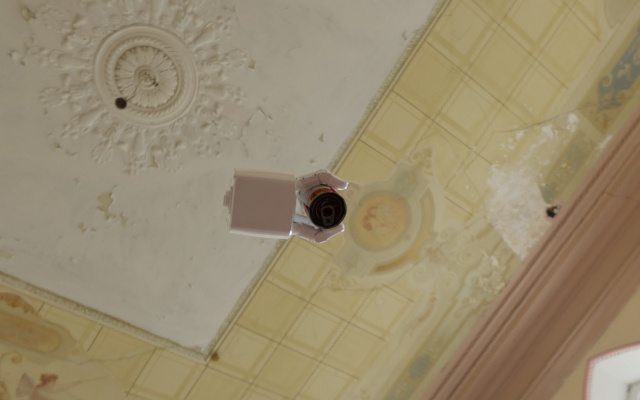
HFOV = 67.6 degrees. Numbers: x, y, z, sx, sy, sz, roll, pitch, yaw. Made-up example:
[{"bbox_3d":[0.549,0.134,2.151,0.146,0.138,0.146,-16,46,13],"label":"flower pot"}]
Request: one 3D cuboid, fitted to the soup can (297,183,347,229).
[{"bbox_3d":[0.001,0.003,0.861,0.068,0.068,0.102,0,17,-15],"label":"soup can"}]
